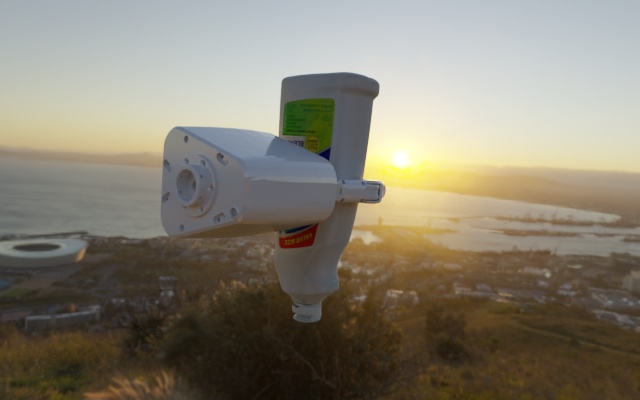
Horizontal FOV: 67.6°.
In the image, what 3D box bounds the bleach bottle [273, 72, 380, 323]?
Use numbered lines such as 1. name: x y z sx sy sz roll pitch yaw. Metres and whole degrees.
1. bleach bottle: 0.000 0.002 0.493 0.102 0.251 0.068 7 6 38
